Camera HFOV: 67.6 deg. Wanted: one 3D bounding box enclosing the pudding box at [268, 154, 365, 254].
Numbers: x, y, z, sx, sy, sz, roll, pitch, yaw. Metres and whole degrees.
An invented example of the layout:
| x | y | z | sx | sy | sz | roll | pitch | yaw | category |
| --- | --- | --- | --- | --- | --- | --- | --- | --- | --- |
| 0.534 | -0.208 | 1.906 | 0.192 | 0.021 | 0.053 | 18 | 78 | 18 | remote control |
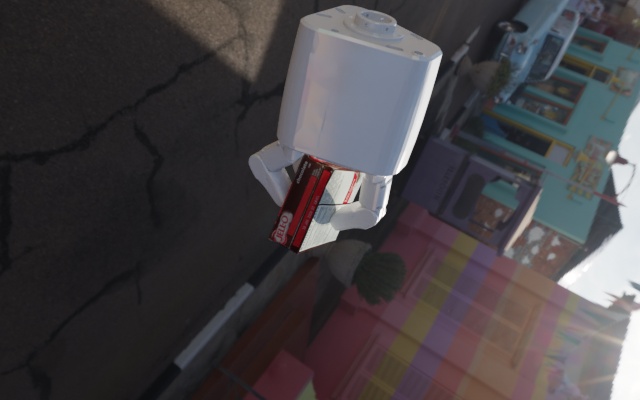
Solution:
| x | y | z | sx | sy | sz | roll | pitch | yaw | category |
| --- | --- | --- | --- | --- | --- | --- | --- | --- | --- |
| 0.000 | 0.002 | 0.487 | 0.039 | 0.090 | 0.113 | 28 | 11 | 19 | pudding box |
